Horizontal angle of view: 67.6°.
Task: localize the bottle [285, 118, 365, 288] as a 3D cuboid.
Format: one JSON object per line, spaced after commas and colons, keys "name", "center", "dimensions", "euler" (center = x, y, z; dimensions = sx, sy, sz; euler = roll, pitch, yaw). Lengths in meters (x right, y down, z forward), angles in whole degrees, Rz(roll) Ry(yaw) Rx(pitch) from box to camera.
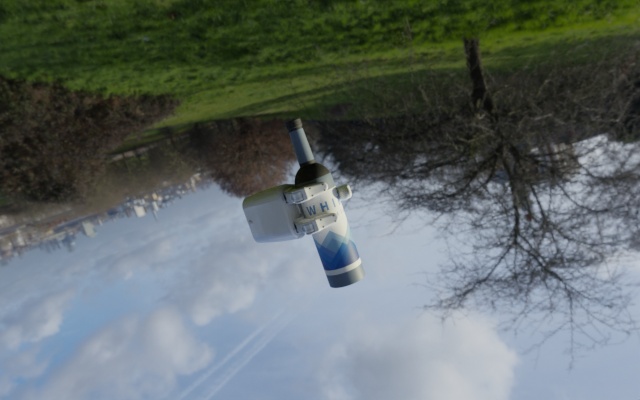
{"name": "bottle", "center": [0.000, 0.003, 0.826], "dimensions": [0.069, 0.296, 0.069], "euler": [-19, 7, 2]}
